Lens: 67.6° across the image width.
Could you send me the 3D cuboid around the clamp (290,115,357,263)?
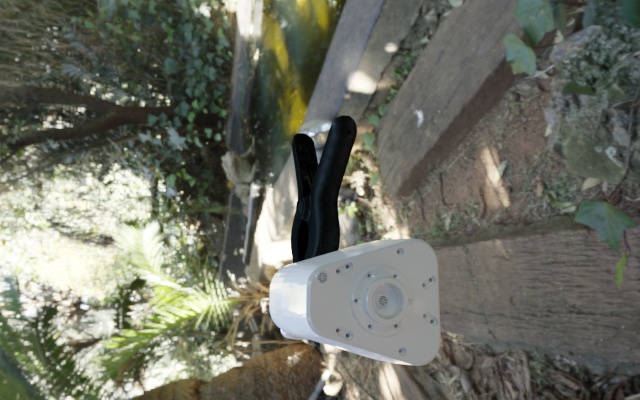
[{"bbox_3d":[-0.001,0.002,0.463,0.039,0.171,0.120,2,-11,-18],"label":"clamp"}]
